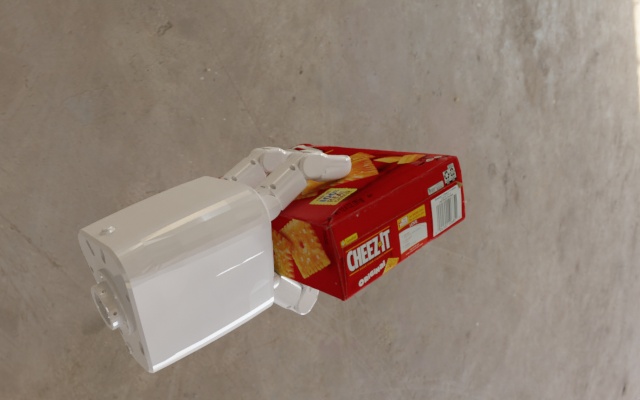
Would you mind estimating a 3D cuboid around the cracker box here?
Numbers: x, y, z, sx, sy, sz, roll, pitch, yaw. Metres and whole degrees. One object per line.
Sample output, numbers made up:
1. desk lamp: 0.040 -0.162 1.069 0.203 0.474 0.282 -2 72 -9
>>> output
1. cracker box: 0.000 0.002 0.456 0.164 0.072 0.213 -26 25 -36
